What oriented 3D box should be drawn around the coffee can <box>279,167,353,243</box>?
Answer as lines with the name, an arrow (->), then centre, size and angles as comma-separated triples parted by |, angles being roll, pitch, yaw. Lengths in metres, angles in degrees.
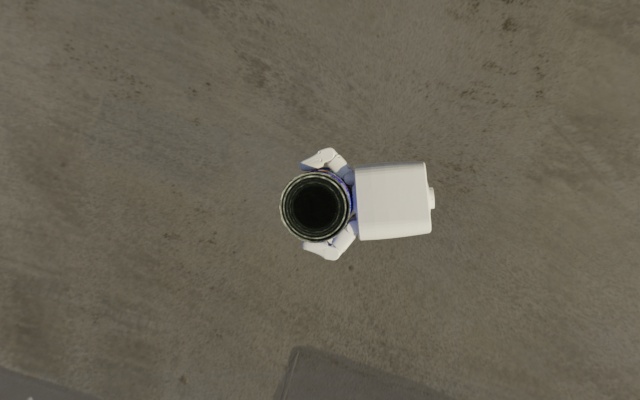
coffee can -> 0.000, 0.002, 0.742 | 0.103, 0.103, 0.140 | 0, 7, 8
